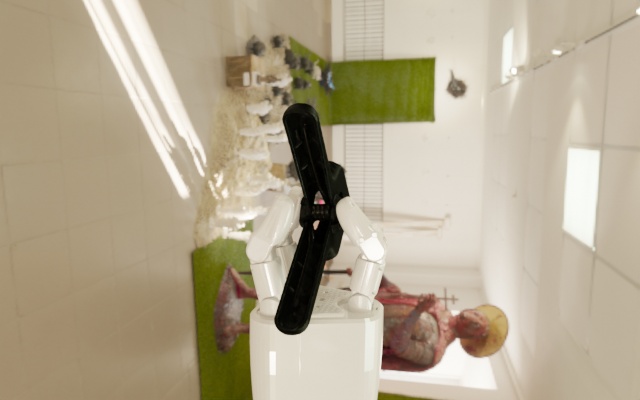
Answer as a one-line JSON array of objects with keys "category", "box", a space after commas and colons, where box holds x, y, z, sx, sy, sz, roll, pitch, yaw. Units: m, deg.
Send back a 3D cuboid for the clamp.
[{"category": "clamp", "box": [0.001, 0.002, 0.421, 0.036, 0.164, 0.210, 4, 10, 11]}]
